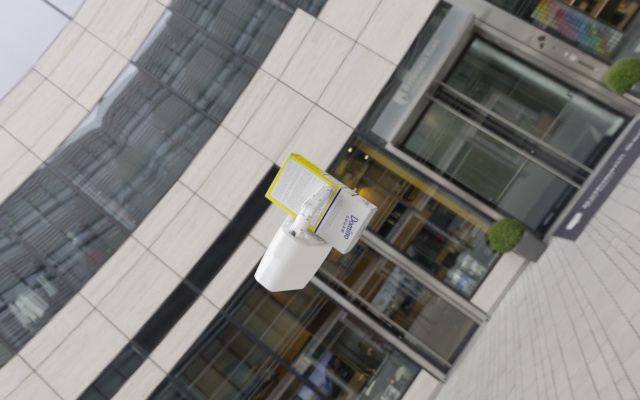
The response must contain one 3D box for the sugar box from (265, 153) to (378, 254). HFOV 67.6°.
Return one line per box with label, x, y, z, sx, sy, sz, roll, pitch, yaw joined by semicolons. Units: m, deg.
sugar box;0.000;0.003;0.820;0.176;0.093;0.048;36;16;14
